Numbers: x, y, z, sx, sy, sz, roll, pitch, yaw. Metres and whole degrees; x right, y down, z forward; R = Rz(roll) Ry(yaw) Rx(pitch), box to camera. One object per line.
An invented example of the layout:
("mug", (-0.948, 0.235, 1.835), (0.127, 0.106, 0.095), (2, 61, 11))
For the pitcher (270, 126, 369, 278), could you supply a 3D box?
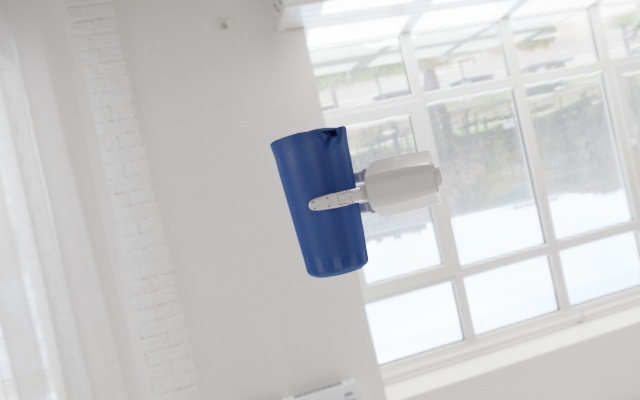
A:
("pitcher", (0.000, 0.003, 0.822), (0.145, 0.243, 0.149), (-13, 0, 15))
